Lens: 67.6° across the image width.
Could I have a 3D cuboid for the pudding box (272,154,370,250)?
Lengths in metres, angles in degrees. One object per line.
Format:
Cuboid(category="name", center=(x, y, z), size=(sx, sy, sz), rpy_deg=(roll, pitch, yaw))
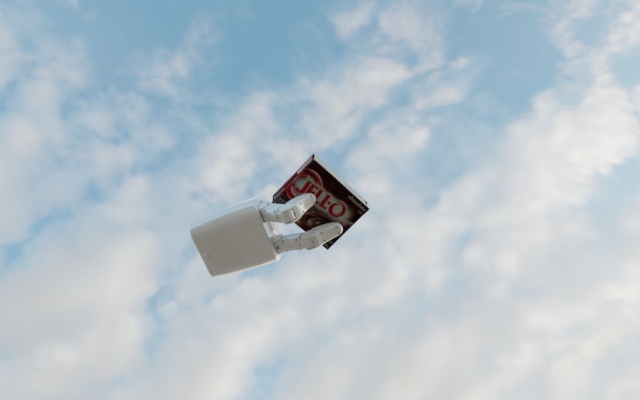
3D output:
Cuboid(category="pudding box", center=(0.000, 0.002, 0.692), size=(0.113, 0.090, 0.039), rpy_deg=(40, 16, -17))
